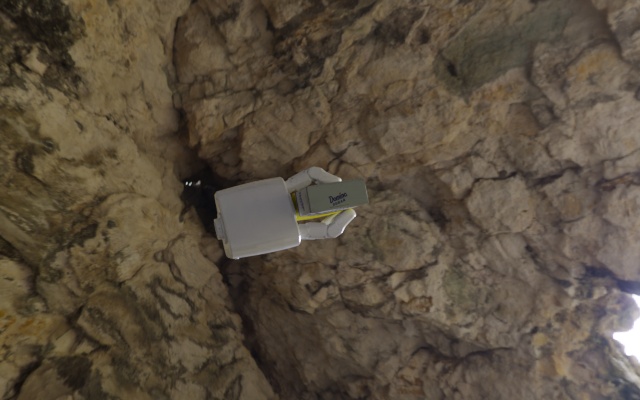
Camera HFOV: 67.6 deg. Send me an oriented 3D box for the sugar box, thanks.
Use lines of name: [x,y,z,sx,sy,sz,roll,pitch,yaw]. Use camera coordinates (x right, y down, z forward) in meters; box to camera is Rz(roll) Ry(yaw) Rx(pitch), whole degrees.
sugar box: [0.000,0.003,0.764,0.093,0.048,0.176,-10,-1,-17]
